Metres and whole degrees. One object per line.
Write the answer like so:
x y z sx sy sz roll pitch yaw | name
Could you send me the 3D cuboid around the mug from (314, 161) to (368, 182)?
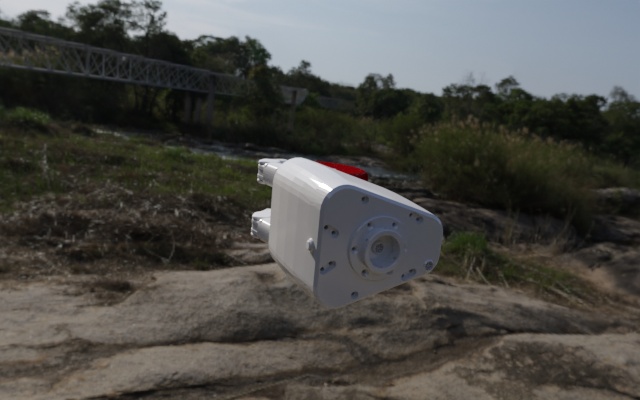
0.000 0.001 0.511 0.093 0.081 0.117 2 13 -25 | mug
